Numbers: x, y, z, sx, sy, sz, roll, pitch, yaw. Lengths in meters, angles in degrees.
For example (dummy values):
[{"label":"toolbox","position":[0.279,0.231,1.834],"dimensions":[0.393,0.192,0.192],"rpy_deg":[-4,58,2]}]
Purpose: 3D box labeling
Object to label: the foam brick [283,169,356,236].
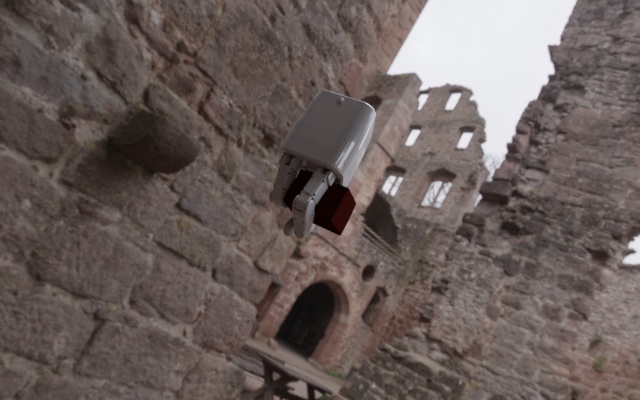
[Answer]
[{"label":"foam brick","position":[0.000,0.002,0.637],"dimensions":[0.078,0.051,0.053],"rpy_deg":[23,-17,25]}]
